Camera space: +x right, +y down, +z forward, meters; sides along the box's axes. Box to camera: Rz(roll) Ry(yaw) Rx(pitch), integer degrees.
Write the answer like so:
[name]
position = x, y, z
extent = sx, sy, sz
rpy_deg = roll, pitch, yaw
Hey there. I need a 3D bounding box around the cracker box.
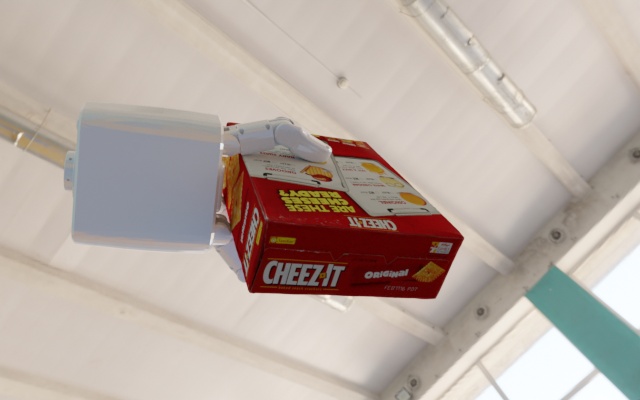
[cracker box]
position = 0.000, 0.001, 0.443
extent = 0.164, 0.072, 0.213
rpy_deg = 6, 25, -21
